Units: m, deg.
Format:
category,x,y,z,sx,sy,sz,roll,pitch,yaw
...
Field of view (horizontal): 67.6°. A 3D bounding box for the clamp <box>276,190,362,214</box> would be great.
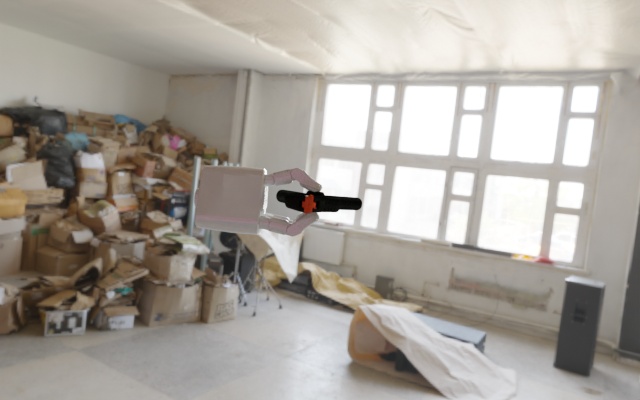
category,x,y,z,sx,sy,sz,roll,pitch,yaw
clamp,0.000,0.002,0.828,0.164,0.036,0.210,5,2,-2
